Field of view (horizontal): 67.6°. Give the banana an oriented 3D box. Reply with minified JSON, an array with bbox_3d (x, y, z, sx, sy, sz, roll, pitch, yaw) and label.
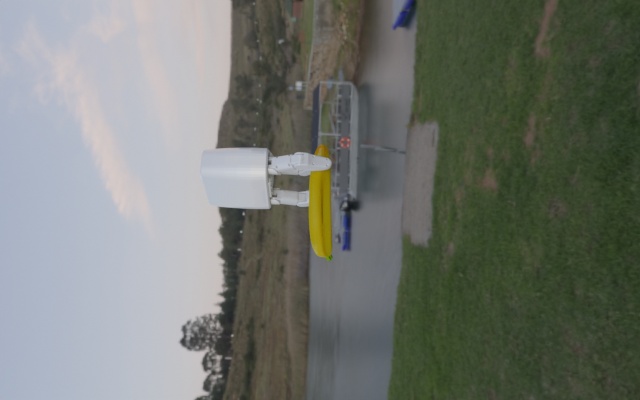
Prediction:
[{"bbox_3d":[0.000,0.008,0.778,0.037,0.198,0.069,-1,6,1],"label":"banana"}]
